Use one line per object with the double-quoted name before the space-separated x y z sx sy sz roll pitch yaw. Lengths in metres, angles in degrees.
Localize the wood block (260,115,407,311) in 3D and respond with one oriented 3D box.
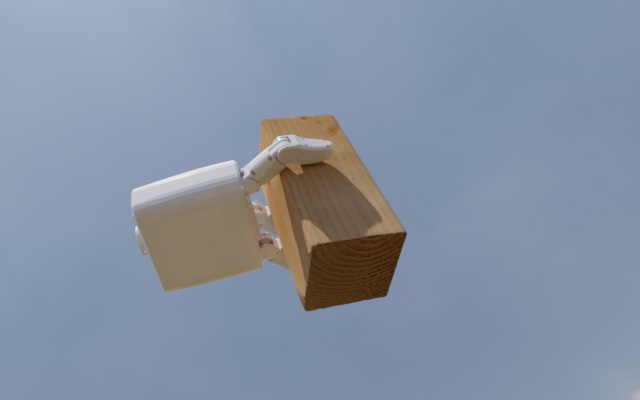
"wood block" 0.000 0.001 0.505 0.090 0.091 0.206 -7 42 -18
